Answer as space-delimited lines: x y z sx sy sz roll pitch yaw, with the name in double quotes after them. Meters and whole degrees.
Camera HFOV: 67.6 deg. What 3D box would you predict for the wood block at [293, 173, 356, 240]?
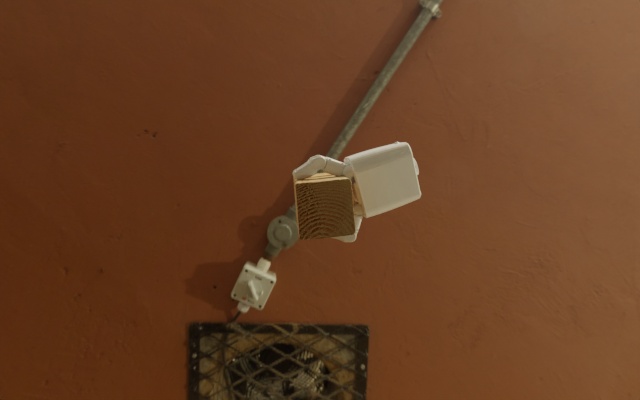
0.001 0.003 0.838 0.090 0.091 0.206 -5 6 -3 "wood block"
